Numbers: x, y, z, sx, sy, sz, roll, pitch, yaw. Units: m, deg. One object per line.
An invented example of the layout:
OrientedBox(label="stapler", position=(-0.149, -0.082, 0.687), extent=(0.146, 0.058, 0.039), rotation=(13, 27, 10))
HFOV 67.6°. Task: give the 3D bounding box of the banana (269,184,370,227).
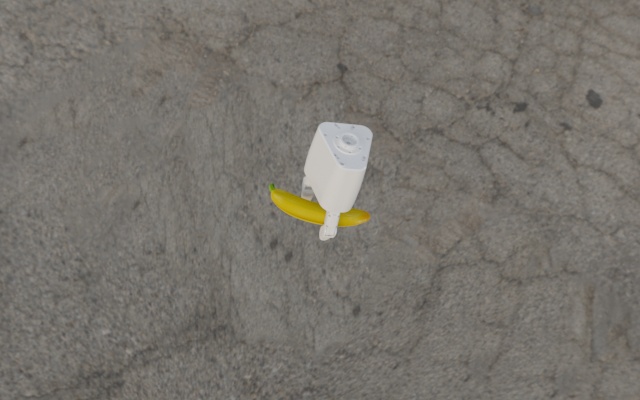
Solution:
OrientedBox(label="banana", position=(-0.008, 0.013, 0.861), extent=(0.198, 0.037, 0.069), rotation=(19, 42, 4))
